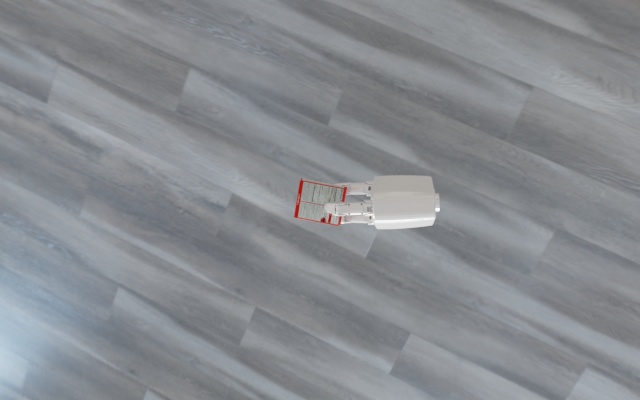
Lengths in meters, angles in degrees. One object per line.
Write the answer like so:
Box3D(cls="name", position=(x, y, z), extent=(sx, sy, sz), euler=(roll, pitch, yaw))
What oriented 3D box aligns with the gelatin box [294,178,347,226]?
Box3D(cls="gelatin box", position=(0.000, 0.003, 0.891), extent=(0.089, 0.073, 0.030), euler=(10, 11, 5))
